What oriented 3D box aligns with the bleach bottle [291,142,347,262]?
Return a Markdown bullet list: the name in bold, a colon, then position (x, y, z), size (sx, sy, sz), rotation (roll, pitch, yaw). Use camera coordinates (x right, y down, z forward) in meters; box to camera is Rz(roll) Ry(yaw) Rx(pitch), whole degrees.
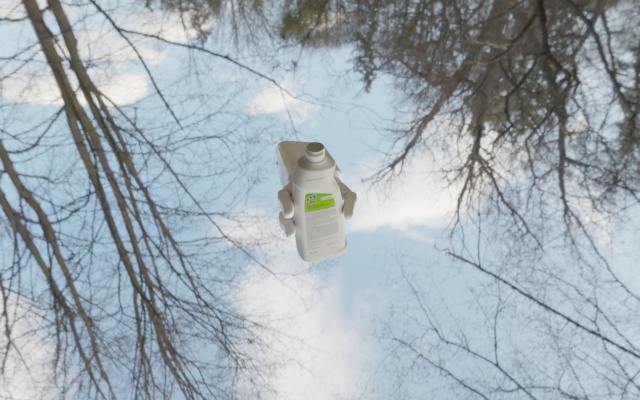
- **bleach bottle**: position (0.000, 0.003, 0.858), size (0.102, 0.251, 0.068), rotation (-14, 45, -15)
